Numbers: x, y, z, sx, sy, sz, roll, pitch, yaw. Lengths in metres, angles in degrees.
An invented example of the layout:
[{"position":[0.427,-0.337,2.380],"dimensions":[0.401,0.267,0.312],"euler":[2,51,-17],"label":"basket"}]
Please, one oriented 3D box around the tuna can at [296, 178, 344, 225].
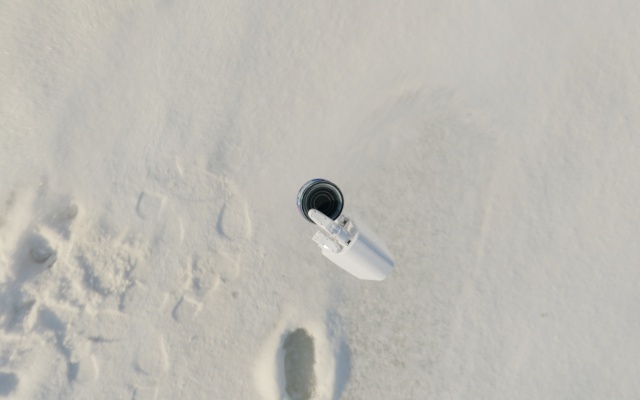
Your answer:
[{"position":[0.000,0.003,0.890],"dimensions":[0.086,0.086,0.033],"euler":[0,9,-14],"label":"tuna can"}]
